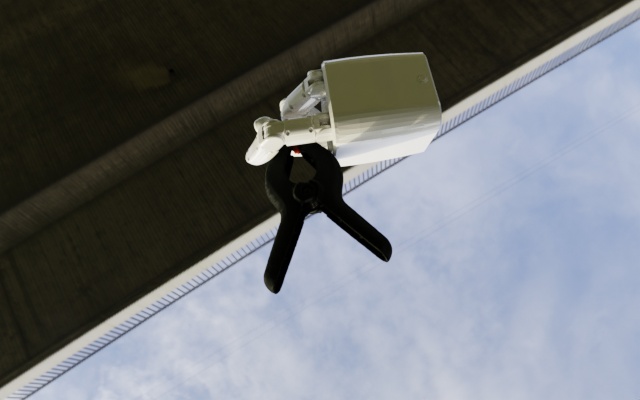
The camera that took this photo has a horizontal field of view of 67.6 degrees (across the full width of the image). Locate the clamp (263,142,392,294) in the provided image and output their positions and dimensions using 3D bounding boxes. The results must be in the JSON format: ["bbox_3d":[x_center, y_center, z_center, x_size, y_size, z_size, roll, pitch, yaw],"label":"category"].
[{"bbox_3d":[0.000,0.002,0.469,0.120,0.171,0.039,-5,-25,-3],"label":"clamp"}]
